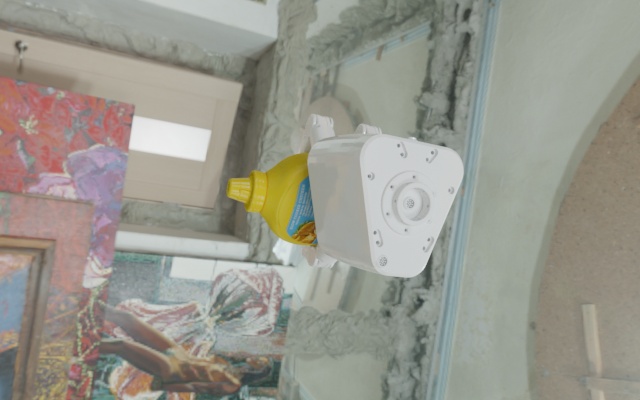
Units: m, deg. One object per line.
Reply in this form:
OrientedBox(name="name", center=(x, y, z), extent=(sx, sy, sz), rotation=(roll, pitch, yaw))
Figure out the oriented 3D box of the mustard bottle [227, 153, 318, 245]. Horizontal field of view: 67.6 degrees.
OrientedBox(name="mustard bottle", center=(0.000, 0.002, 0.492), extent=(0.191, 0.096, 0.058), rotation=(9, 25, -21))
